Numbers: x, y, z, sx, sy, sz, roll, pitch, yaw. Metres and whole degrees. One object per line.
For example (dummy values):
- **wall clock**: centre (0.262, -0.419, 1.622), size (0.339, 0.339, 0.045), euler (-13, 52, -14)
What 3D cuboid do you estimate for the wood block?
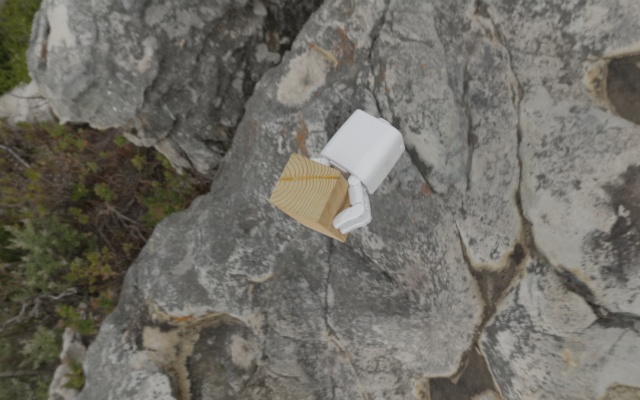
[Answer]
- **wood block**: centre (0.000, 0.002, 0.838), size (0.091, 0.090, 0.206), euler (23, -7, 19)
